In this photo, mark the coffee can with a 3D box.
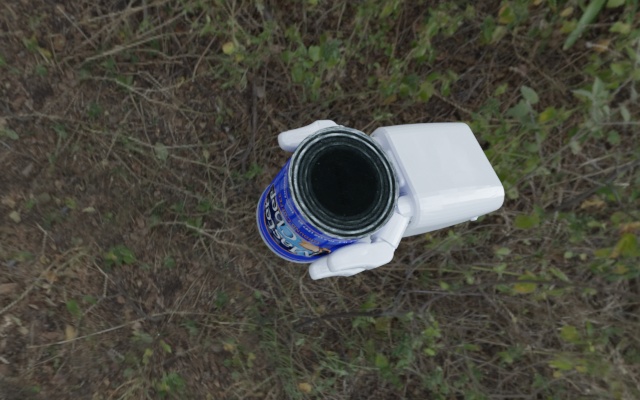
[{"bbox_3d":[0.000,0.002,0.473,0.103,0.102,0.140,0,-15,-19],"label":"coffee can"}]
